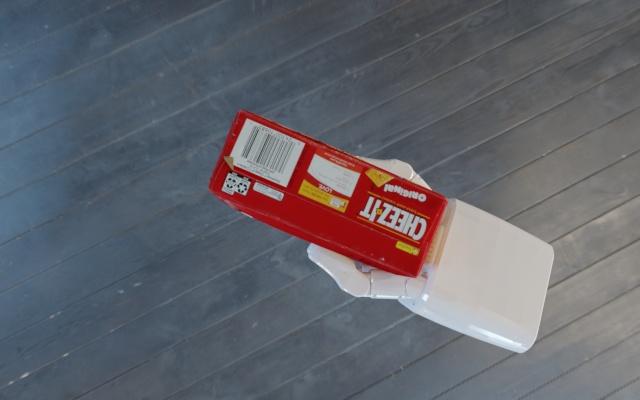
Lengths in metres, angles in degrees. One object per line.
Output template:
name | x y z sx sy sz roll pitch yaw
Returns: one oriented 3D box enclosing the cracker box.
cracker box | 0.000 0.001 0.437 0.164 0.072 0.214 23 -4 -2
